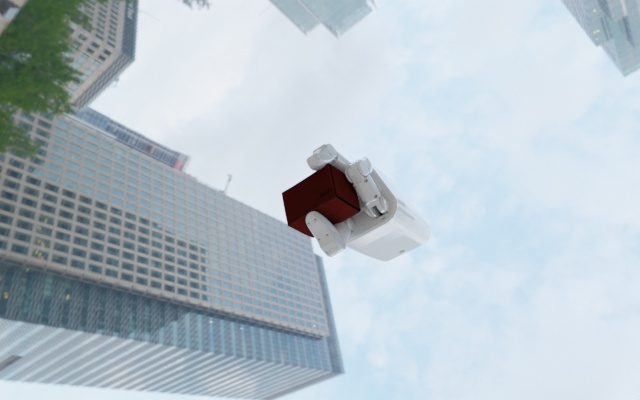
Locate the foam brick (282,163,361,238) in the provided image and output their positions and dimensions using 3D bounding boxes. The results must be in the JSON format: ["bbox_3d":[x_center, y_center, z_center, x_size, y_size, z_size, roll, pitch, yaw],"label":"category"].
[{"bbox_3d":[0.000,0.002,0.587,0.078,0.053,0.051,-30,-38,26],"label":"foam brick"}]
